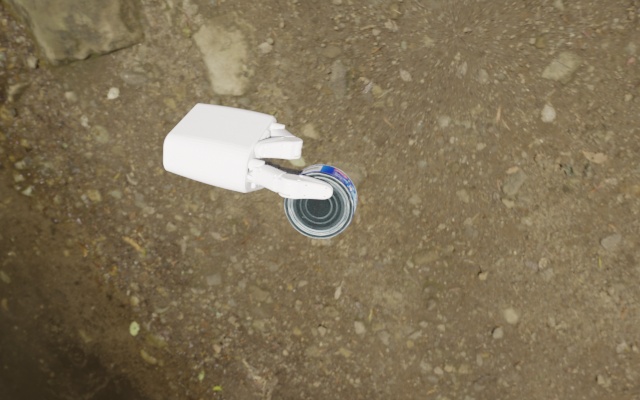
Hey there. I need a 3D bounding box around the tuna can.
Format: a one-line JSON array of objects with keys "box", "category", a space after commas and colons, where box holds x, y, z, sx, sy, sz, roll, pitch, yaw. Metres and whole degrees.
[{"box": [0.000, 0.002, 0.572, 0.086, 0.086, 0.033, 0, 20, 10], "category": "tuna can"}]
